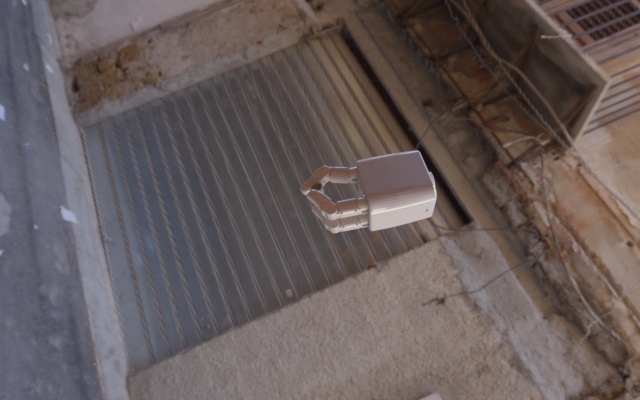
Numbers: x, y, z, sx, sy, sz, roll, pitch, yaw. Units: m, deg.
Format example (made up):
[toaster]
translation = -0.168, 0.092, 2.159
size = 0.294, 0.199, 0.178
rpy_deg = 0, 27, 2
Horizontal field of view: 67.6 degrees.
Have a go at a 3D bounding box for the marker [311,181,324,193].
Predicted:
[marker]
translation = 0.000, 0.003, 0.812
size = 0.020, 0.020, 0.121
rpy_deg = 0, -25, 6
